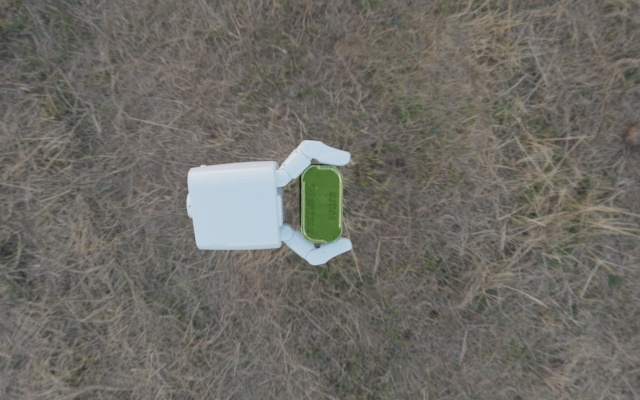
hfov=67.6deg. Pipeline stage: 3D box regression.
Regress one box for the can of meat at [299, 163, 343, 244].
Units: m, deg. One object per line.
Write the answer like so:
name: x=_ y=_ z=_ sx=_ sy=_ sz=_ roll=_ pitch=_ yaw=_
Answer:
can of meat: x=0.000 y=0.002 z=0.621 sx=0.057 sy=0.102 sz=0.084 roll=0 pitch=4 yaw=-2
